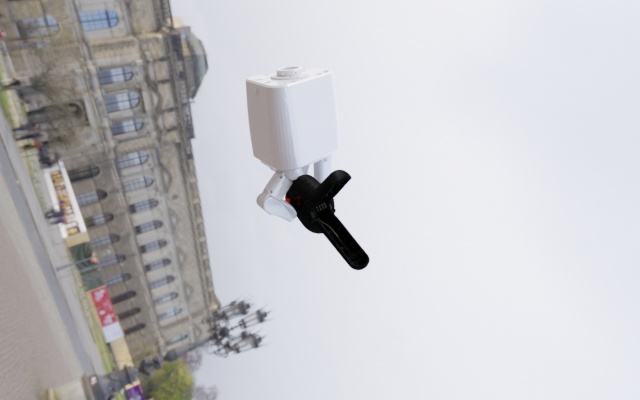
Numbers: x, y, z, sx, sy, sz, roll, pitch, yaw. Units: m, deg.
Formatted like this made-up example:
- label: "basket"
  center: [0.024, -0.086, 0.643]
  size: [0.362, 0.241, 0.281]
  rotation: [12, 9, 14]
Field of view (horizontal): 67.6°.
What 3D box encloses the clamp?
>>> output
- label: "clamp"
  center: [0.001, 0.002, 0.585]
  size: [0.039, 0.120, 0.171]
  rotation: [-18, 28, -27]
